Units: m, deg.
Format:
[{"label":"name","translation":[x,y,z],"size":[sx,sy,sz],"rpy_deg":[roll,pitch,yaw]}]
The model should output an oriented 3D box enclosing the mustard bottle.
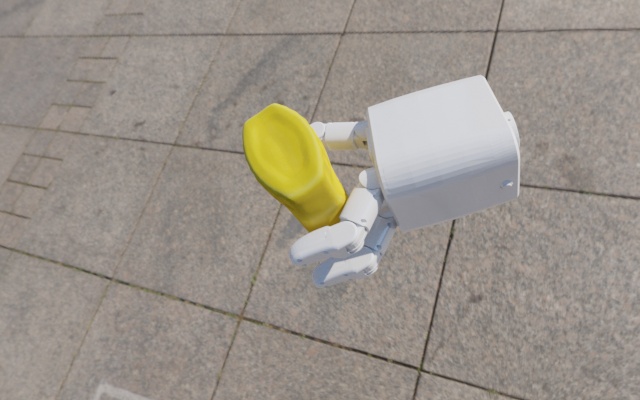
[{"label":"mustard bottle","translation":[0.000,0.001,0.438],"size":[0.058,0.096,0.192],"rpy_deg":[-35,-34,1]}]
